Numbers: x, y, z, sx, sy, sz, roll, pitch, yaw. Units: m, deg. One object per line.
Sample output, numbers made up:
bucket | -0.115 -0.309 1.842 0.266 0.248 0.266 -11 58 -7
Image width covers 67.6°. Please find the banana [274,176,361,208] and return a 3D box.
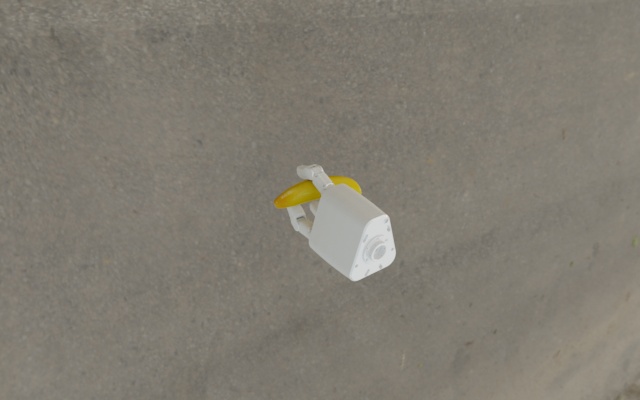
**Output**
banana | 0.010 -0.013 0.819 0.198 0.070 0.037 2 33 -45
